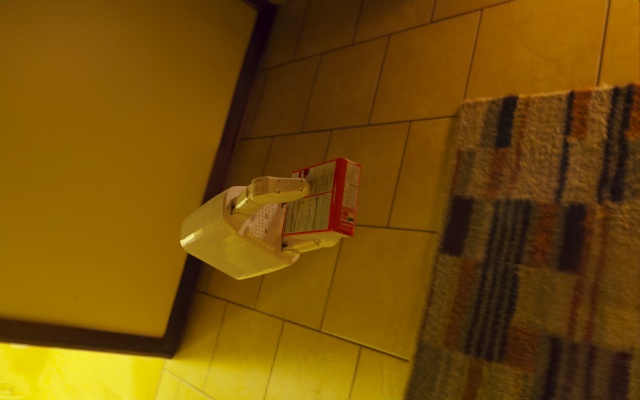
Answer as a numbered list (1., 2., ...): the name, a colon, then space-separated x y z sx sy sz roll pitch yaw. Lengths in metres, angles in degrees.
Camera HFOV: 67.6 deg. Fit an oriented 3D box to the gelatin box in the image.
1. gelatin box: 0.000 0.001 0.487 0.030 0.073 0.089 18 -18 -35
